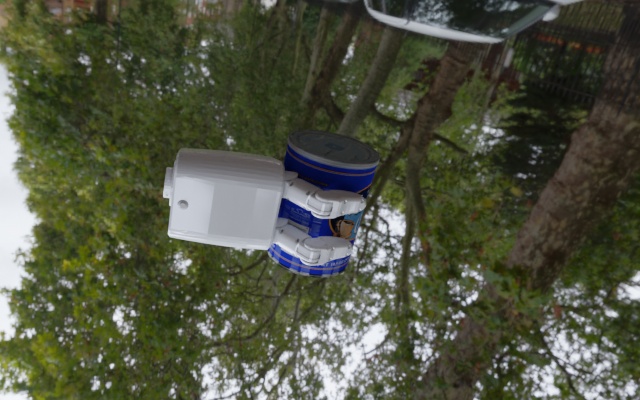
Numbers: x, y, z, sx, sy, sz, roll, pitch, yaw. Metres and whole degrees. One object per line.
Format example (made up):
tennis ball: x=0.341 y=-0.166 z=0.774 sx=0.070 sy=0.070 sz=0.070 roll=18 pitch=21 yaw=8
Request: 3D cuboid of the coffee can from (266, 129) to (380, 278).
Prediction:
coffee can: x=0.000 y=0.002 z=0.548 sx=0.103 sy=0.140 sz=0.102 roll=12 pitch=23 yaw=-5
